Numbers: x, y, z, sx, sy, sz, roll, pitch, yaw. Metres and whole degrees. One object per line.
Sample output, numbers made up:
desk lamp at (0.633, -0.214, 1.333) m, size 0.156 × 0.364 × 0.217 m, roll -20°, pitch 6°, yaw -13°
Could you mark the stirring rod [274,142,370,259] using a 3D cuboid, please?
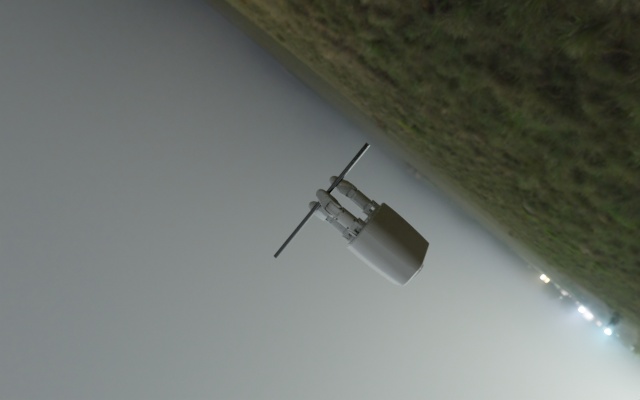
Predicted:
stirring rod at (0.000, 0.002, 0.772) m, size 0.011 × 0.239 × 0.011 m, roll 38°, pitch 11°, yaw -8°
